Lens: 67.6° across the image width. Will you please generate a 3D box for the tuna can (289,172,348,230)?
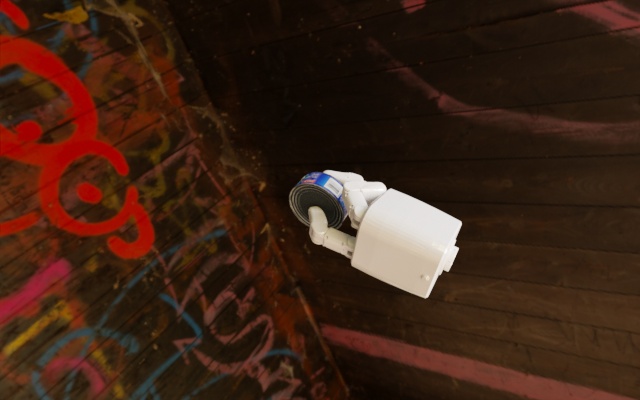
[{"bbox_3d":[0.000,0.002,0.684,0.086,0.086,0.033,0,36,34],"label":"tuna can"}]
